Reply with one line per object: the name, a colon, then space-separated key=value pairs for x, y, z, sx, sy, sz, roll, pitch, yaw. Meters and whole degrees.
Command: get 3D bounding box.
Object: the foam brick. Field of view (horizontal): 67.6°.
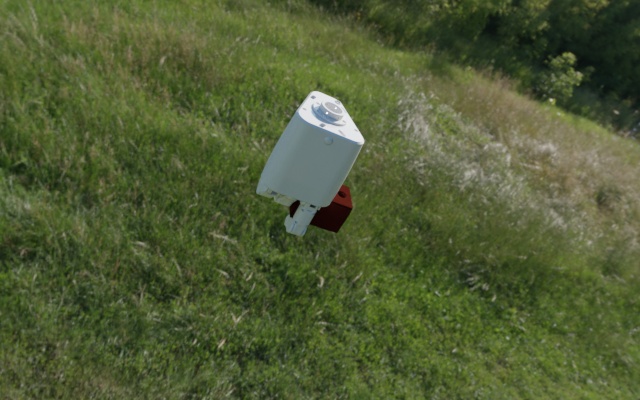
foam brick: x=0.000 y=0.002 z=0.683 sx=0.078 sy=0.051 sz=0.053 roll=19 pitch=33 yaw=-18
